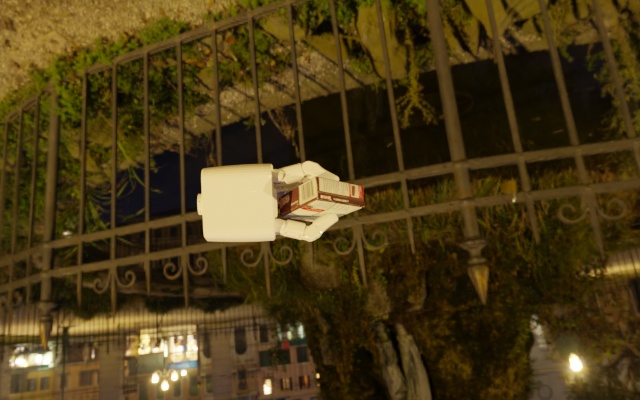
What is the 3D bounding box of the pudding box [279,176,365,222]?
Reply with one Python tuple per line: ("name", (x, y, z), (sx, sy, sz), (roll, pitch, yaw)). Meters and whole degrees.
("pudding box", (0.000, 0.003, 0.744), (0.090, 0.039, 0.113), (9, -19, -33))
